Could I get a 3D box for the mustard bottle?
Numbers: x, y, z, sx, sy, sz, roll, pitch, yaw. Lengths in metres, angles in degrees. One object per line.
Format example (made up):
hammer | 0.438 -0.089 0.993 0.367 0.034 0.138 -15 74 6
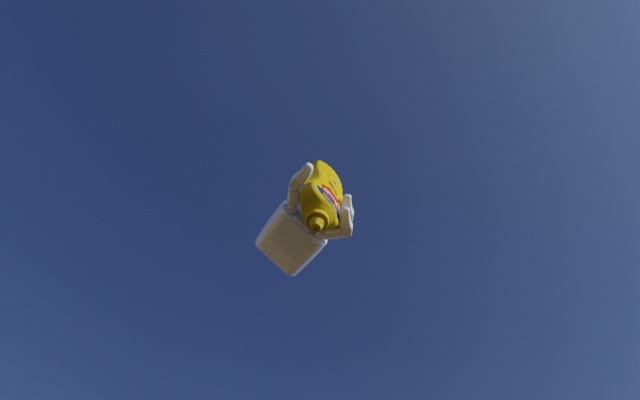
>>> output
mustard bottle | 0.000 0.003 0.894 0.058 0.096 0.191 -24 23 18
